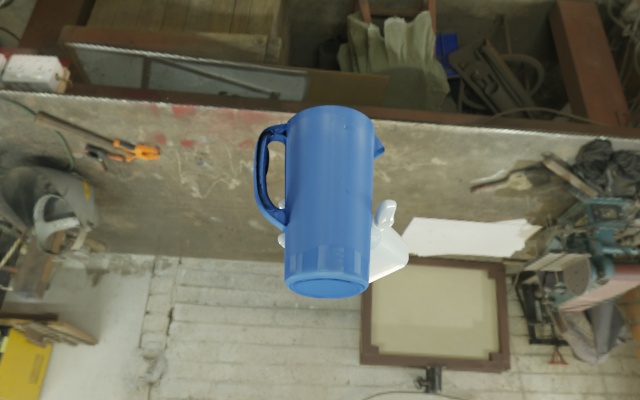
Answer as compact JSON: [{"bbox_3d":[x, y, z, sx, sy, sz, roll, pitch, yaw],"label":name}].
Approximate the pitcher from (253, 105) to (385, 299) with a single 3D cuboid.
[{"bbox_3d":[0.000,0.002,0.650,0.149,0.242,0.145,-12,-29,27],"label":"pitcher"}]
